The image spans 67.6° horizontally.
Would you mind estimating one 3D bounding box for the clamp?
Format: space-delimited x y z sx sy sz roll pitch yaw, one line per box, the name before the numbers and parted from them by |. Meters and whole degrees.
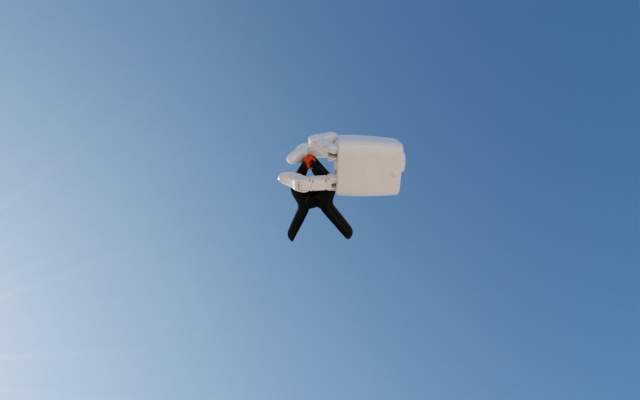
clamp | 0.000 0.002 0.847 0.120 0.172 0.039 2 30 1
